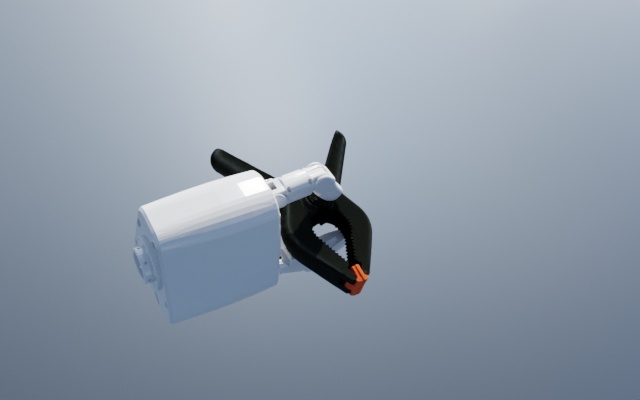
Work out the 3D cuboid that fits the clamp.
[{"bbox_3d":[0.000,0.002,0.504,0.164,0.210,0.036,-20,-33,-29],"label":"clamp"}]
